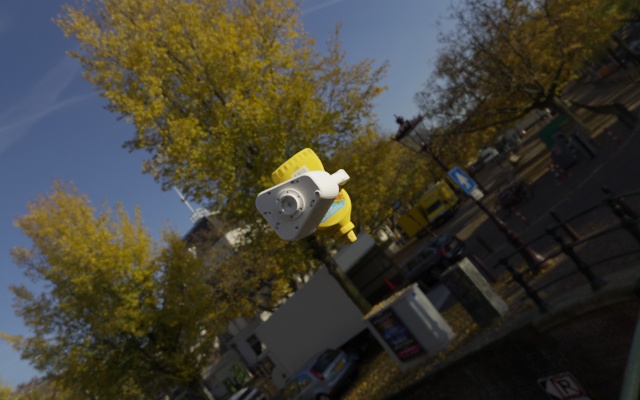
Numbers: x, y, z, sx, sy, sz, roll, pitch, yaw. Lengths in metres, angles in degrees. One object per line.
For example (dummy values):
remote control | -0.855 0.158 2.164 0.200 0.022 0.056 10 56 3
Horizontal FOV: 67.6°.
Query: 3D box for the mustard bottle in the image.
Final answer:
mustard bottle | 0.000 0.003 0.891 0.096 0.191 0.058 -38 -6 -11
